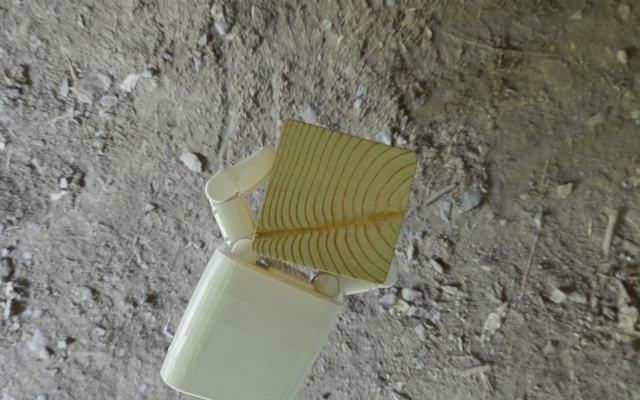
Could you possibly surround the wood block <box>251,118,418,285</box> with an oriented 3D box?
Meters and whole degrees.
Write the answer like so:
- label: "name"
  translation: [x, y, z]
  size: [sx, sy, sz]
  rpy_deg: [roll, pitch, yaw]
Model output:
- label: "wood block"
  translation: [0.000, 0.002, 0.401]
  size: [0.091, 0.090, 0.206]
  rpy_deg: [15, -1, -5]
